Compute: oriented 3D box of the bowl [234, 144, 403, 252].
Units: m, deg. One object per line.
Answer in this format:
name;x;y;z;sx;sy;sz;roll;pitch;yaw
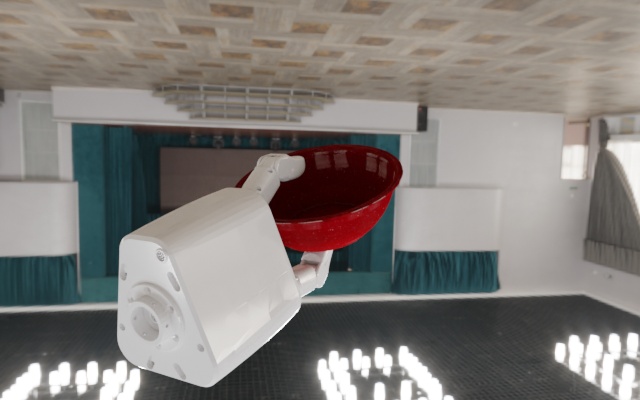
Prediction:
bowl;0.001;0.001;0.459;0.162;0.055;0.162;-9;28;5
